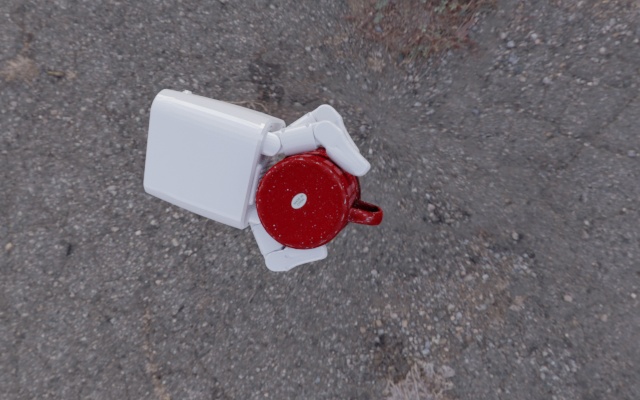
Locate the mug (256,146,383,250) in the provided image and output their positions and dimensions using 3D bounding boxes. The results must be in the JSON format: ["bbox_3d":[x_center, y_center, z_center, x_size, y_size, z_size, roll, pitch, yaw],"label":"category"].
[{"bbox_3d":[0.001,0.002,0.439,0.117,0.093,0.081,18,10,5],"label":"mug"}]
